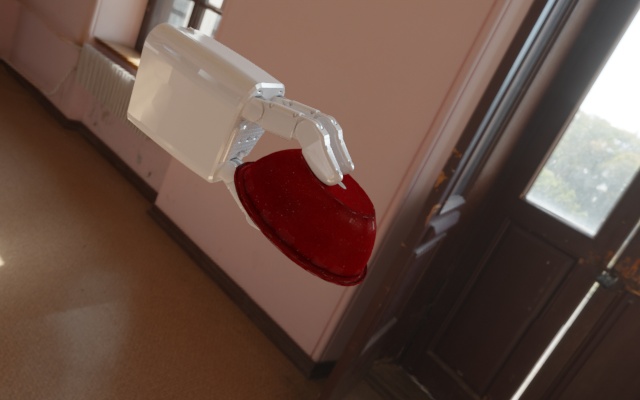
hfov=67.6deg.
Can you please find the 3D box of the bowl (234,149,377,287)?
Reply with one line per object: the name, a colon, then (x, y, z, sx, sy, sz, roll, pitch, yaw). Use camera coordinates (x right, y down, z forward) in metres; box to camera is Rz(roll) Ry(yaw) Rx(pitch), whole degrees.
bowl: (0.001, 0.002, 0.451, 0.055, 0.162, 0.162, -47, -20, 19)
